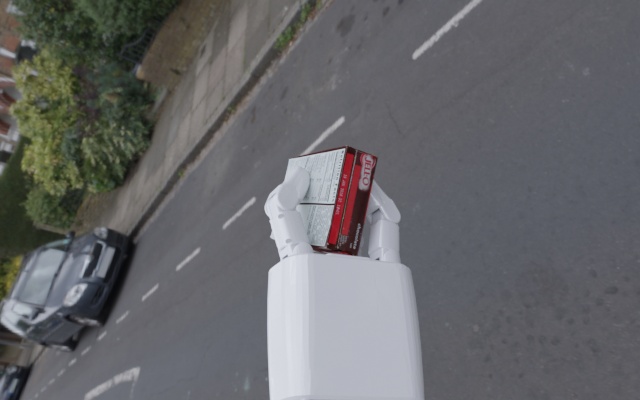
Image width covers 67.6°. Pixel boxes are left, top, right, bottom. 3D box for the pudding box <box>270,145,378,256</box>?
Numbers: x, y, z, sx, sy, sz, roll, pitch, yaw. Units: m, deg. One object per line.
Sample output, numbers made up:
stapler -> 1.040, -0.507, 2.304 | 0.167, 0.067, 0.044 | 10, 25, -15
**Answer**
pudding box -> 0.000, 0.001, 0.442 | 0.039, 0.090, 0.113 | 18, -10, -30
